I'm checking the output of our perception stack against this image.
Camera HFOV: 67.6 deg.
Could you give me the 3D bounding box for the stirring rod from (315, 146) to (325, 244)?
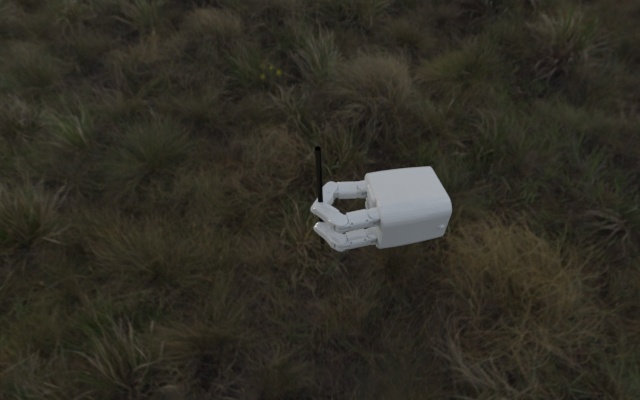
[{"bbox_3d":[0.000,0.002,0.704,0.011,0.011,0.240,0,-34,2],"label":"stirring rod"}]
